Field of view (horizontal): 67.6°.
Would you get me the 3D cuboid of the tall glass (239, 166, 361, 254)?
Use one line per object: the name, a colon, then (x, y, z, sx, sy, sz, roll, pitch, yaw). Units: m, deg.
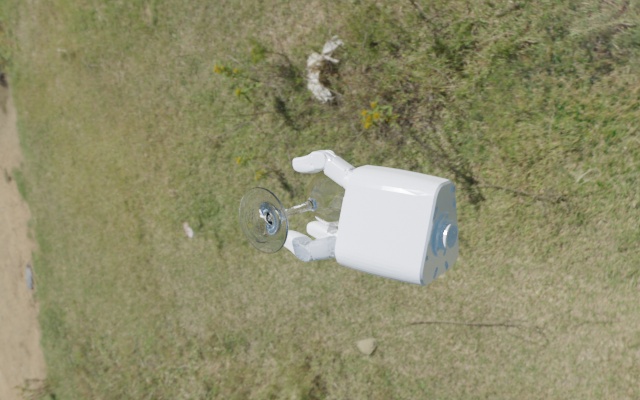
tall glass: (0.000, 0.002, 0.591, 0.079, 0.079, 0.201, 0, 12, 40)
